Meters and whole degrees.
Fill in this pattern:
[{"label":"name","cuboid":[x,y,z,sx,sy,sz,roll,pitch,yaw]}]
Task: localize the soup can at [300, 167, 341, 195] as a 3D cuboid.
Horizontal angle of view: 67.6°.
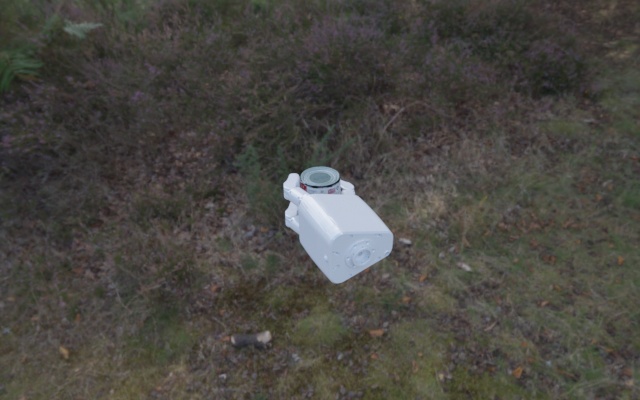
[{"label":"soup can","cuboid":[0.000,0.002,0.809,0.068,0.102,0.068,-1,33,1]}]
